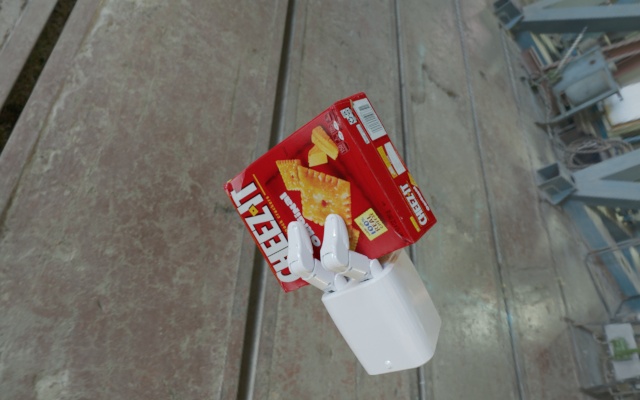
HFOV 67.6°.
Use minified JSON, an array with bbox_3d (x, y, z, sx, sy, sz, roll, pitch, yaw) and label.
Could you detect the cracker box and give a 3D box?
[{"bbox_3d":[0.000,0.002,0.558,0.214,0.164,0.072,-29,1,41],"label":"cracker box"}]
